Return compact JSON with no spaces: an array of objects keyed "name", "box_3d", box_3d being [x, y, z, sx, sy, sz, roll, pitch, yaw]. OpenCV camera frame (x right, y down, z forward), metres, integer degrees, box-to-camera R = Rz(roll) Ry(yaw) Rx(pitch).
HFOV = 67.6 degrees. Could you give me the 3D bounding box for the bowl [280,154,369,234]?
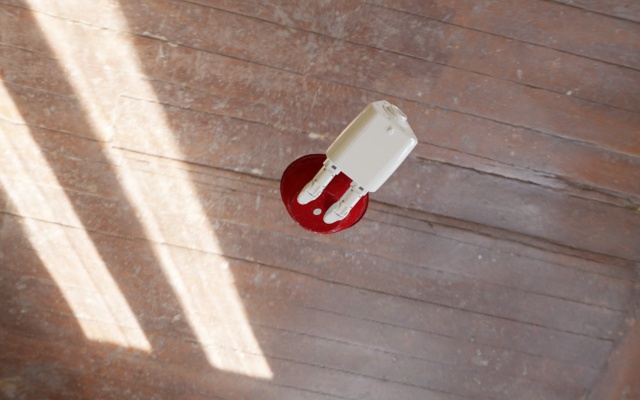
[{"name":"bowl","box_3d":[0.000,0.004,0.822,0.162,0.162,0.055,0,33,16]}]
